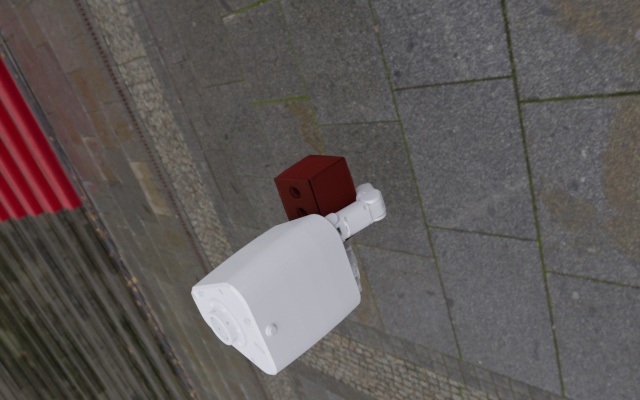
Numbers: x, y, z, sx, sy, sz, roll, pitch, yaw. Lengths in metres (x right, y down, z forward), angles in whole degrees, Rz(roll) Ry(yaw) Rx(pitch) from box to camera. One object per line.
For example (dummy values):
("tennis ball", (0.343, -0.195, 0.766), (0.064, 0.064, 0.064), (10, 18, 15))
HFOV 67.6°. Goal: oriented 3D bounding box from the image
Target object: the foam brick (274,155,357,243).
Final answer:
("foam brick", (0.000, 0.001, 0.461), (0.051, 0.078, 0.053), (-34, 25, -34))
